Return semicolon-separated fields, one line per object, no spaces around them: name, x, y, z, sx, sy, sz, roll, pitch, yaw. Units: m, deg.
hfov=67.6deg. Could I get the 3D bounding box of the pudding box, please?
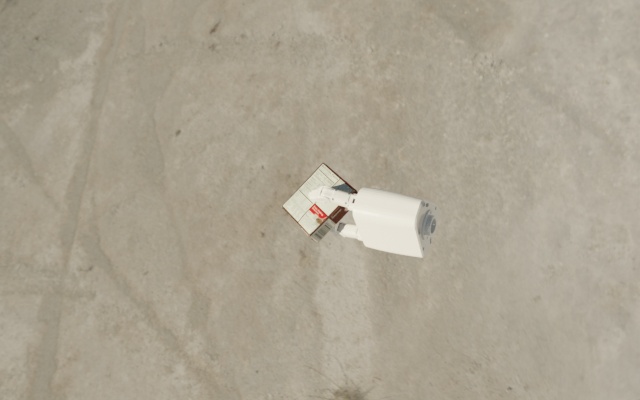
pudding box;0.000;0.003;0.834;0.090;0.113;0.039;44;-1;35
